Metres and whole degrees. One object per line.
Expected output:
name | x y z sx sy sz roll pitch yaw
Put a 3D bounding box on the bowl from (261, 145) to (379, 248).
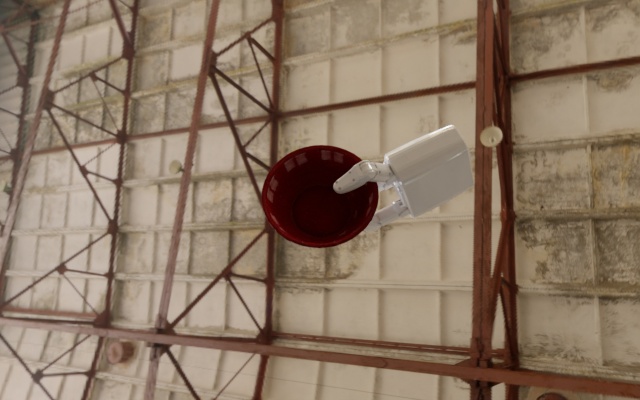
bowl | -0.001 0.003 0.679 0.162 0.162 0.055 0 -28 2
